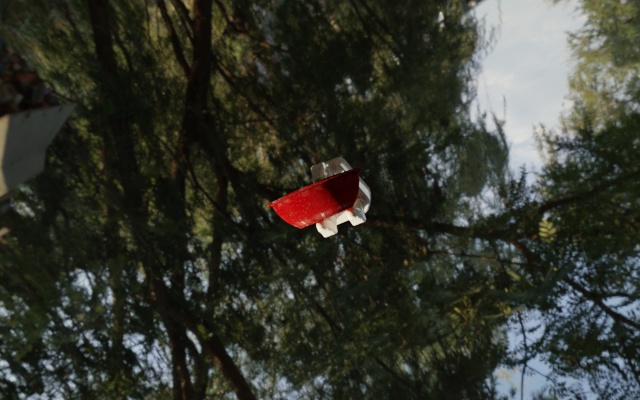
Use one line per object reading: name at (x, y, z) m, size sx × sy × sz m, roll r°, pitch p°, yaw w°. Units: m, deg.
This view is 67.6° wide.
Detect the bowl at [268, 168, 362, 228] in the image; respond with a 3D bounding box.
bowl at (0.000, 0.003, 0.763) m, size 0.162 × 0.055 × 0.162 m, roll -22°, pitch -3°, yaw -1°
